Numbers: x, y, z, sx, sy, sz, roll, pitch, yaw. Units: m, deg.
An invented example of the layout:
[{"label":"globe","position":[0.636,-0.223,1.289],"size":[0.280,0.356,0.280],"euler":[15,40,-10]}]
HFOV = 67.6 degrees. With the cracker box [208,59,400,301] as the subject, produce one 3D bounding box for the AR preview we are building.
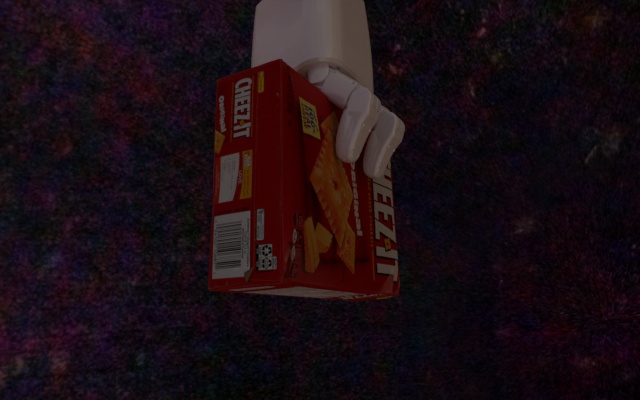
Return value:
[{"label":"cracker box","position":[0.000,0.001,0.422],"size":[0.072,0.164,0.214],"euler":[-9,-16,29]}]
